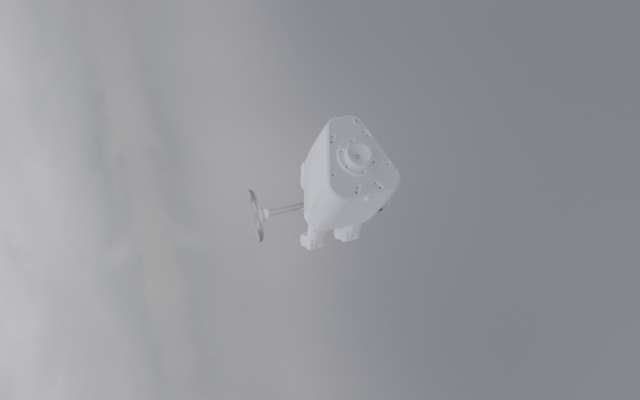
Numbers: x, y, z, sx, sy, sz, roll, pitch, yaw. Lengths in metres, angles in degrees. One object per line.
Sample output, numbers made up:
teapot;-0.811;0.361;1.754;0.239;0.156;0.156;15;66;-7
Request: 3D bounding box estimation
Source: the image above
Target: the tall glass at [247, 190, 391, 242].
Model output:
tall glass;-0.001;0.002;0.694;0.201;0.079;0.079;-12;4;-20
